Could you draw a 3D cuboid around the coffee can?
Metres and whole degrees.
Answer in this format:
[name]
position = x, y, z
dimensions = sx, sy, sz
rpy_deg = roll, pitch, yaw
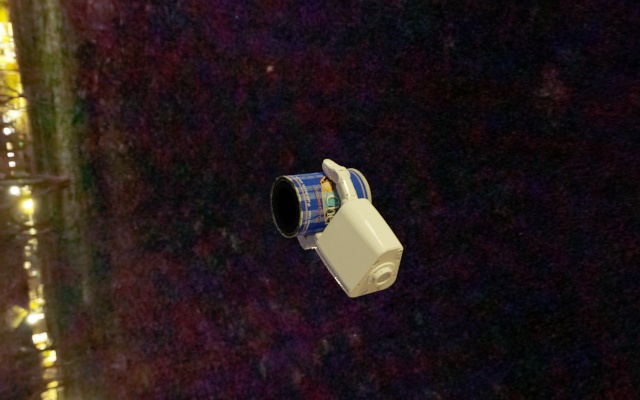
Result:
[coffee can]
position = 0.000, 0.002, 0.811
dimensions = 0.140, 0.103, 0.103
rpy_deg = -8, 4, -32
